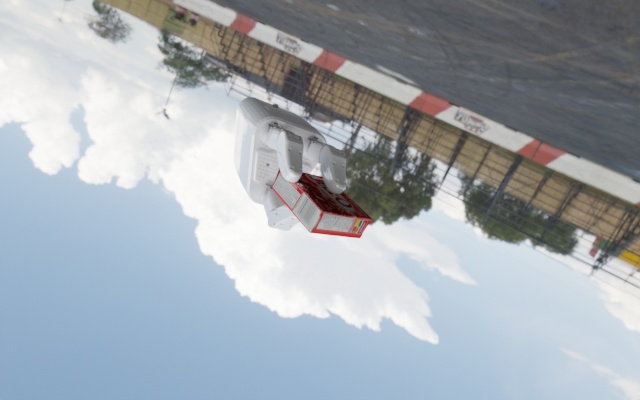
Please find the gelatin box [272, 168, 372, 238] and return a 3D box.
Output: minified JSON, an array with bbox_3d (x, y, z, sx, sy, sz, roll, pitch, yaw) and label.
[{"bbox_3d":[0.000,0.002,0.508,0.073,0.030,0.089,11,26,-42],"label":"gelatin box"}]
